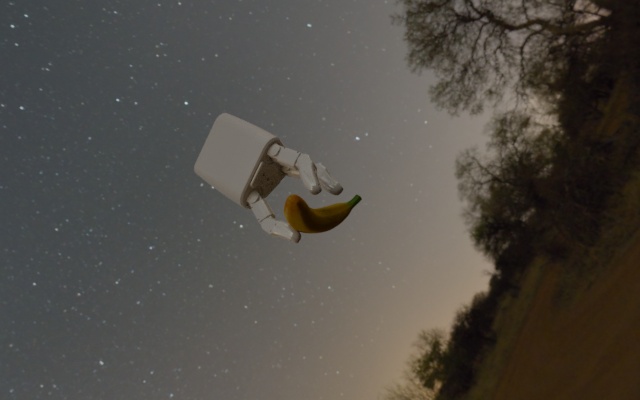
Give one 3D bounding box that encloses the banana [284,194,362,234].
[{"bbox_3d":[-0.006,0.018,0.693,0.037,0.070,0.198,34,17,23],"label":"banana"}]
